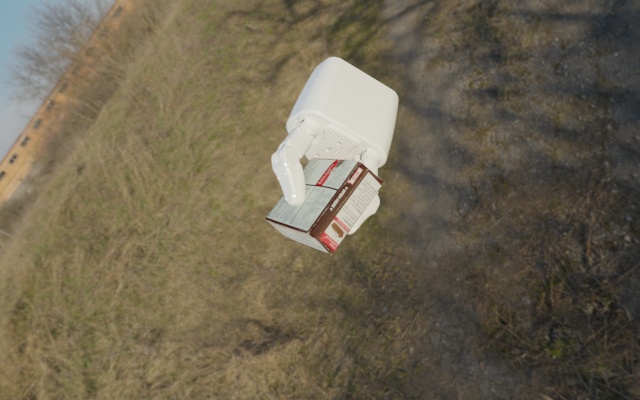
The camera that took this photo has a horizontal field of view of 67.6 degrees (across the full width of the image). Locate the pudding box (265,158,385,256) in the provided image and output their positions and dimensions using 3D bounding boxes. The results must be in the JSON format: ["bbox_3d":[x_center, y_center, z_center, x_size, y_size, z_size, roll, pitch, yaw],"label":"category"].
[{"bbox_3d":[0.000,0.001,0.492,0.039,0.090,0.113,41,-13,-23],"label":"pudding box"}]
